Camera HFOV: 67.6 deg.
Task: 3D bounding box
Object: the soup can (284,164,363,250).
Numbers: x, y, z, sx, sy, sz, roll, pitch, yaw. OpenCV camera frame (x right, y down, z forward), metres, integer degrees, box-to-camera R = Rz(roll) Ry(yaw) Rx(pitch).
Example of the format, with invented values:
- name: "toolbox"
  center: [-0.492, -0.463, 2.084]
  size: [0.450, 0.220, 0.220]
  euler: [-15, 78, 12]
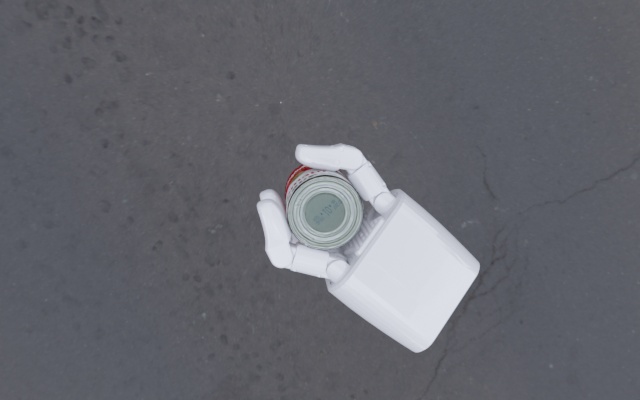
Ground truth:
- name: "soup can"
  center: [0.000, 0.001, 0.454]
  size: [0.068, 0.068, 0.102]
  euler: [0, 12, -5]
